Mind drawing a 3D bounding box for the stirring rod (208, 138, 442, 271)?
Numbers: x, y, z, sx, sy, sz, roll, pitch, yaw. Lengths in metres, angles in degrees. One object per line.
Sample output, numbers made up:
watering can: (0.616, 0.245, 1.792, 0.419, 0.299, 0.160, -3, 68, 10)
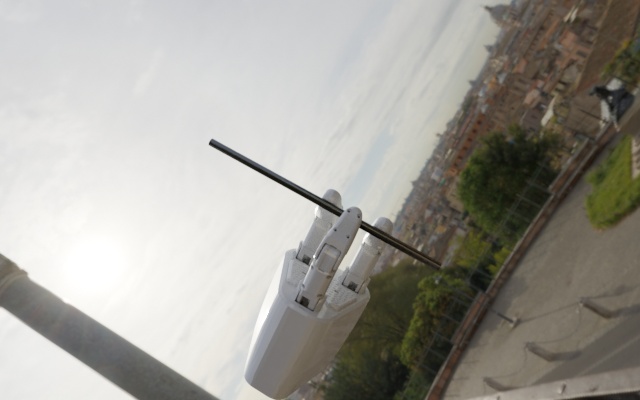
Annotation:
stirring rod: (0.000, 0.002, 0.436, 0.239, 0.011, 0.011, 29, 5, 9)
